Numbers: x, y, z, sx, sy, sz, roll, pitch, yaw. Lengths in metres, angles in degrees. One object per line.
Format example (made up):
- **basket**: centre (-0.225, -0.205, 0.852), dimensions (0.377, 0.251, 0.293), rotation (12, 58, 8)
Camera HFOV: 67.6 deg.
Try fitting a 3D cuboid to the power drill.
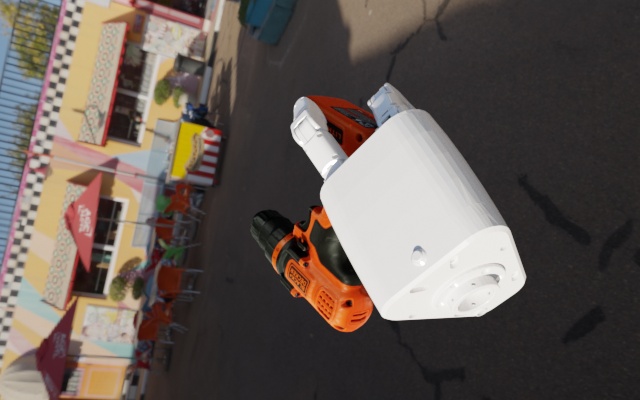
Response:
- **power drill**: centre (0.000, 0.001, 0.455), dimensions (0.057, 0.188, 0.184), rotation (-6, 31, -39)
